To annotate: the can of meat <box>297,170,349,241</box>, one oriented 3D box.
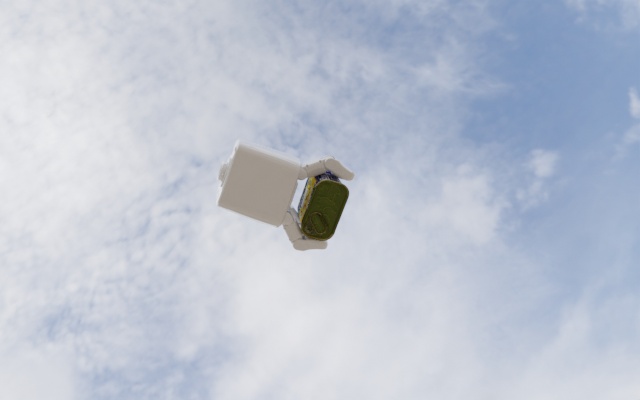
[{"bbox_3d":[0.000,0.002,0.791,0.057,0.102,0.084,15,17,-16],"label":"can of meat"}]
